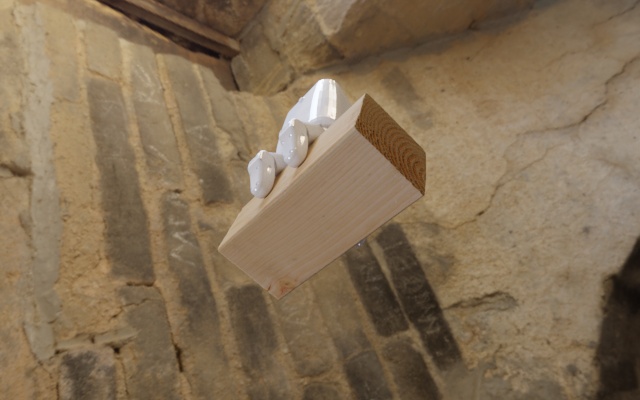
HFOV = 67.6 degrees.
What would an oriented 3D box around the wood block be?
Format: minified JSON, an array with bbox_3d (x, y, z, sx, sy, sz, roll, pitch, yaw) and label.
[{"bbox_3d":[0.000,0.002,0.493,0.206,0.091,0.090,-40,16,31],"label":"wood block"}]
